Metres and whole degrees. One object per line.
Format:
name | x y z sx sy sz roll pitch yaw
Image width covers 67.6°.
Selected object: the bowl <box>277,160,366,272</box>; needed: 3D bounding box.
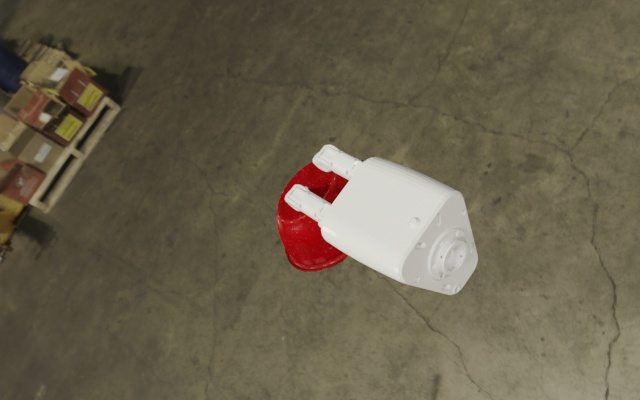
bowl | -0.001 0.002 0.570 0.055 0.162 0.162 41 -24 -31
